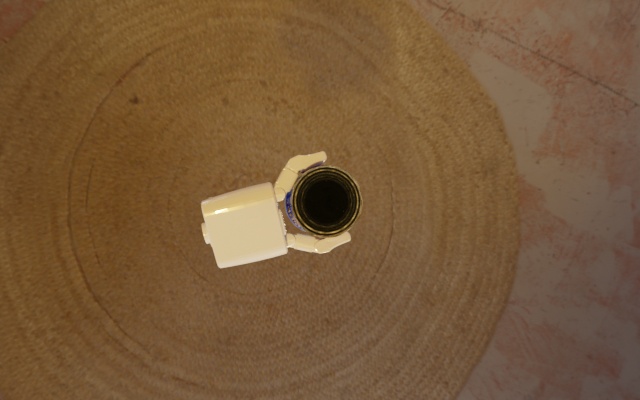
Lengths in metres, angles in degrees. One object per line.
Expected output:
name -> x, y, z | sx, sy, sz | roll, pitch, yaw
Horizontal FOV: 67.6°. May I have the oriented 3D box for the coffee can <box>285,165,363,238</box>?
coffee can -> 0.000, 0.002, 0.736 | 0.103, 0.103, 0.140 | 0, -1, -8
